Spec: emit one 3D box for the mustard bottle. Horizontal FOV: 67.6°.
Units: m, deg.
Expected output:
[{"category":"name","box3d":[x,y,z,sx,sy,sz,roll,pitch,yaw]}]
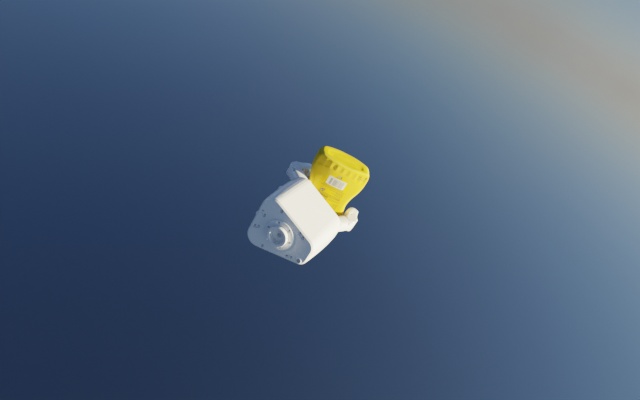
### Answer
[{"category":"mustard bottle","box3d":[0.000,0.002,0.849,0.096,0.192,0.058,25,29,-12]}]
